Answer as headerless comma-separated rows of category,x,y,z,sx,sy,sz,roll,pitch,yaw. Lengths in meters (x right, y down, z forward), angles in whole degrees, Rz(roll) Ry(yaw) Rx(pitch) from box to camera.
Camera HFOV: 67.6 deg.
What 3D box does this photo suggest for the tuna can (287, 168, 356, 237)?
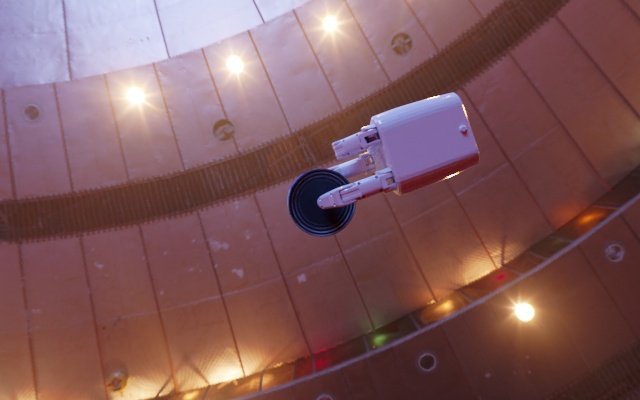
tuna can,0.000,0.002,0.612,0.086,0.086,0.034,0,3,-8
